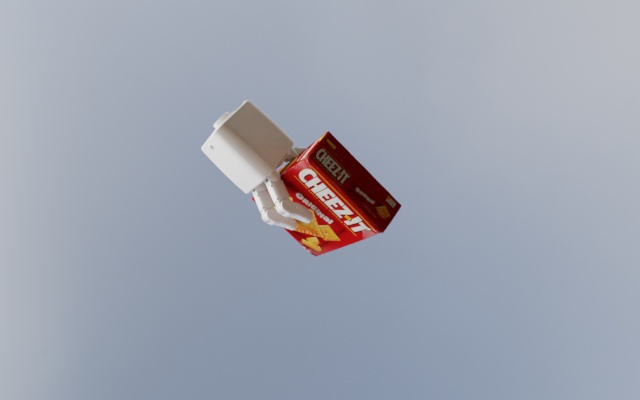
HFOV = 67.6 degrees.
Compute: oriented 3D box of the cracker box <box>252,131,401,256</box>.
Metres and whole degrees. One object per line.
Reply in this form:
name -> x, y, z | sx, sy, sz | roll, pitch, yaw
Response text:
cracker box -> 0.000, 0.002, 0.788 | 0.164, 0.072, 0.214 | 44, -32, -11
